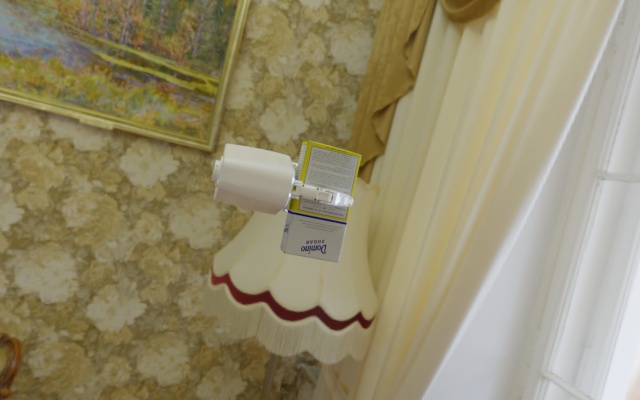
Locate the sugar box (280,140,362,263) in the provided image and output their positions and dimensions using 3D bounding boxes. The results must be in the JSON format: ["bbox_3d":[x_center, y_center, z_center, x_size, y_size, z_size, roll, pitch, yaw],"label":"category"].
[{"bbox_3d":[0.000,0.002,0.753,0.093,0.176,0.048,13,3,-17],"label":"sugar box"}]
